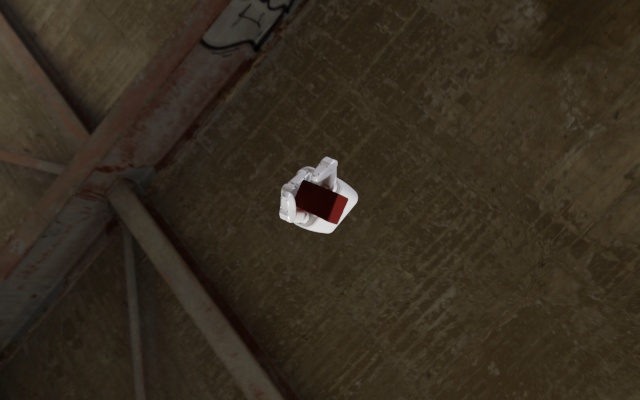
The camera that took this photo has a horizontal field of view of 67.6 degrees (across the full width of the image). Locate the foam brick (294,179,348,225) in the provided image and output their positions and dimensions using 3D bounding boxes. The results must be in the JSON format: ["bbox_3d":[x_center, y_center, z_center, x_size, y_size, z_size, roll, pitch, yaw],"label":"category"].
[{"bbox_3d":[0.000,0.003,0.839,0.078,0.053,0.051,24,0,26],"label":"foam brick"}]
